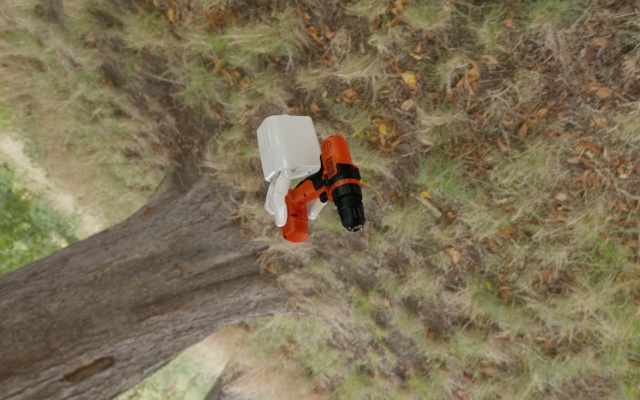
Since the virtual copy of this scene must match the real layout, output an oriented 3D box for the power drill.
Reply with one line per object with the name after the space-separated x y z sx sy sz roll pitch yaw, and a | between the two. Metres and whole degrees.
0.000 0.003 0.849 0.057 0.184 0.188 15 -39 -37 | power drill
